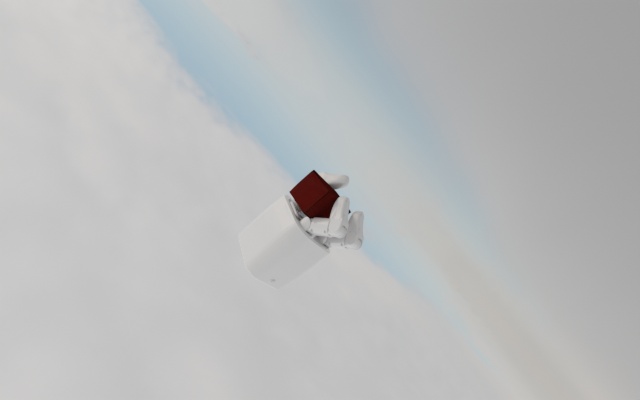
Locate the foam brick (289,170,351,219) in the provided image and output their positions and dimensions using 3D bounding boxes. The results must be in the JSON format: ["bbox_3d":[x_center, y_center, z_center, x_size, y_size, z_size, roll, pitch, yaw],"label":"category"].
[{"bbox_3d":[0.000,0.002,0.722,0.051,0.053,0.078,-40,-39,6],"label":"foam brick"}]
